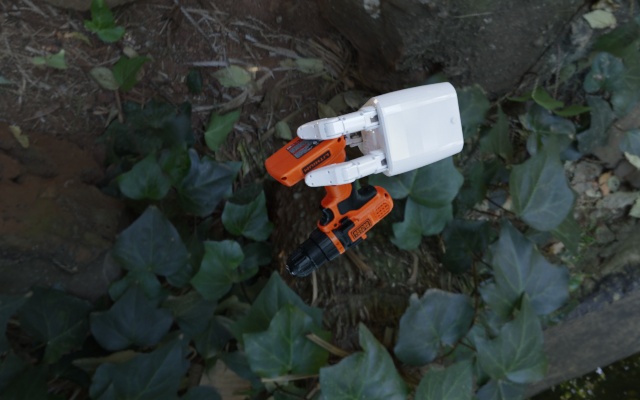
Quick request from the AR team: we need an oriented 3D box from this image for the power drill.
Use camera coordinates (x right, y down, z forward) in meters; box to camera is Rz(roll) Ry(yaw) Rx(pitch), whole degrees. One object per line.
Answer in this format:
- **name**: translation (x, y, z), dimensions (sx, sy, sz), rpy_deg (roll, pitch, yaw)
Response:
- **power drill**: translation (0.000, 0.002, 0.652), dimensions (0.184, 0.188, 0.057), rpy_deg (-39, 42, -10)
